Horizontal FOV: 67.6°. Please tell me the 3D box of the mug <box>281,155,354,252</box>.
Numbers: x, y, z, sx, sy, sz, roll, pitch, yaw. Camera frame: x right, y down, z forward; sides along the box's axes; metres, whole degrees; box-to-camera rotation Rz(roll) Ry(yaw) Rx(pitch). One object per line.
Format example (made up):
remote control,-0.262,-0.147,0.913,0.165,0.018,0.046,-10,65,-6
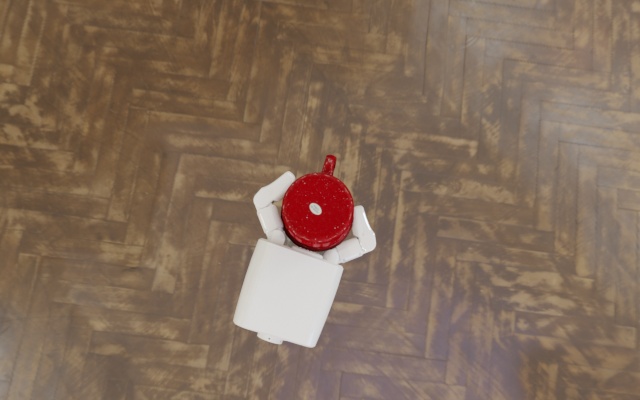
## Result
mug,0.001,0.000,0.568,0.093,0.117,0.081,17,-8,1
